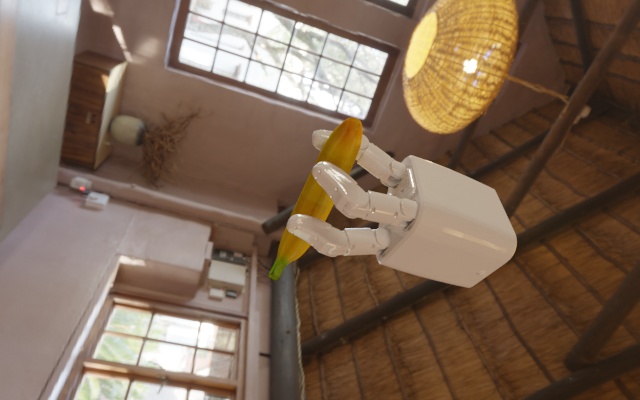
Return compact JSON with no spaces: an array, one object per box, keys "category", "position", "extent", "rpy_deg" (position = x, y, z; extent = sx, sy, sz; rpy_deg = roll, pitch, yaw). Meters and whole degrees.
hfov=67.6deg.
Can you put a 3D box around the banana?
[{"category":"banana","position":[0.000,-0.004,0.497],"extent":[0.037,0.198,0.069],"rpy_deg":[22,26,-8]}]
